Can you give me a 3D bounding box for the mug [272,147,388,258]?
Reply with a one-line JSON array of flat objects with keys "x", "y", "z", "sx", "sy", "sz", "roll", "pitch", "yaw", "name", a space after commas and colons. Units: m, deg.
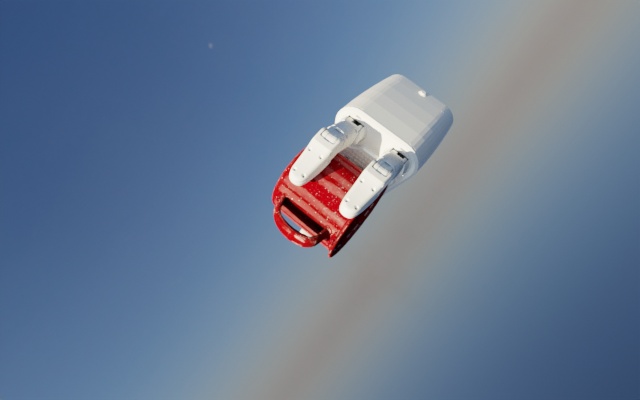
[{"x": -0.001, "y": 0.002, "z": 0.465, "sx": 0.081, "sy": 0.093, "sz": 0.117, "roll": 38, "pitch": 48, "yaw": 11, "name": "mug"}]
